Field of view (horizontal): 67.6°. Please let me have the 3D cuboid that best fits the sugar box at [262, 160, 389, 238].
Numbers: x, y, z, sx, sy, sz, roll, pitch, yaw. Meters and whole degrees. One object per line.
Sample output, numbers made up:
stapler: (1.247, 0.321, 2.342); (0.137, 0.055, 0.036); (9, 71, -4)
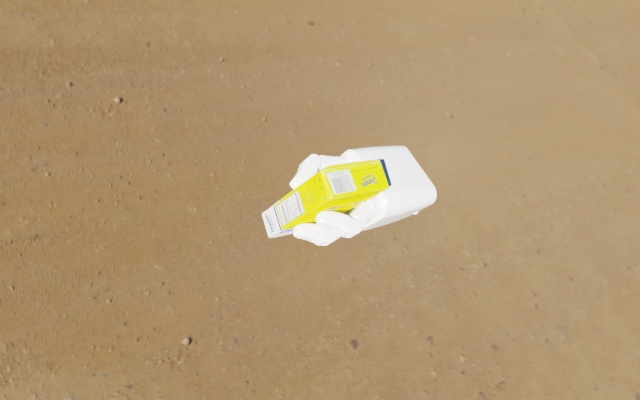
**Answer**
sugar box: (0.000, 0.003, 0.639); (0.093, 0.048, 0.176); (-10, -16, -34)
